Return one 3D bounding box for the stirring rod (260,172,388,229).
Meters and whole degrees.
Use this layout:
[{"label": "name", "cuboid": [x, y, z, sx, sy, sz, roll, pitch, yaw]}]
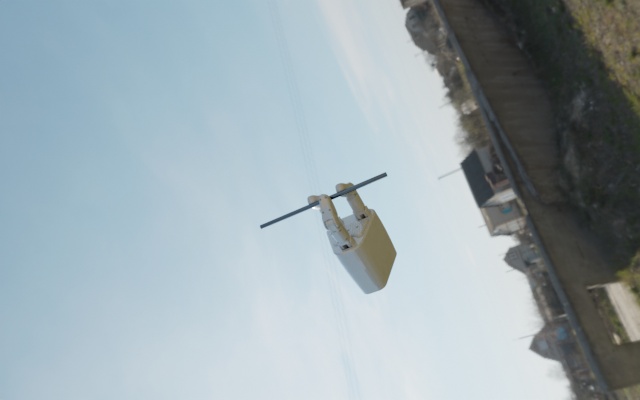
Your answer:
[{"label": "stirring rod", "cuboid": [0.000, 0.003, 0.796, 0.239, 0.011, 0.011, -23, -8, 20]}]
